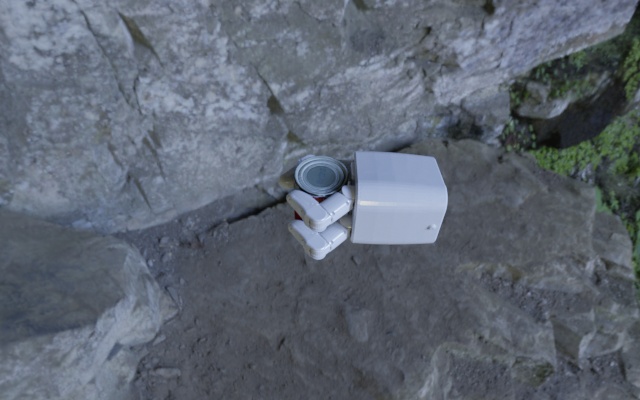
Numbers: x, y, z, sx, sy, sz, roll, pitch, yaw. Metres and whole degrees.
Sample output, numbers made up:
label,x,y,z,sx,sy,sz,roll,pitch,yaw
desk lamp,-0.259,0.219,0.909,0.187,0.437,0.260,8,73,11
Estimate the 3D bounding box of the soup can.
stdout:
label,x,y,z,sx,sy,sz,roll,pitch,yaw
soup can,0.000,0.002,0.606,0.068,0.068,0.102,0,-40,-2
